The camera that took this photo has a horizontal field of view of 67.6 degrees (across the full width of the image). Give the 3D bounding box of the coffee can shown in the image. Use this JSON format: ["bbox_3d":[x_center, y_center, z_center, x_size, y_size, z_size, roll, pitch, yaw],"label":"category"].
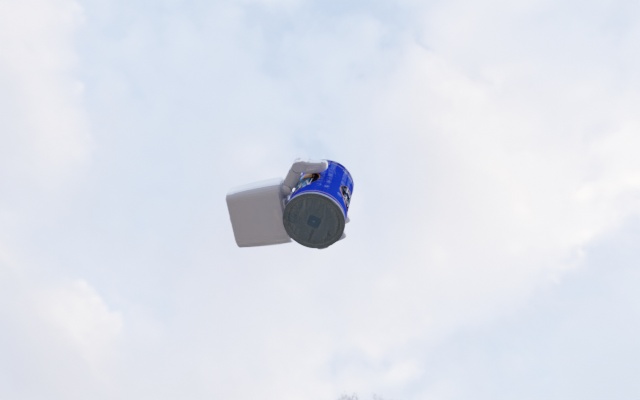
[{"bbox_3d":[0.000,0.003,0.824,0.103,0.103,0.140,0,27,11],"label":"coffee can"}]
